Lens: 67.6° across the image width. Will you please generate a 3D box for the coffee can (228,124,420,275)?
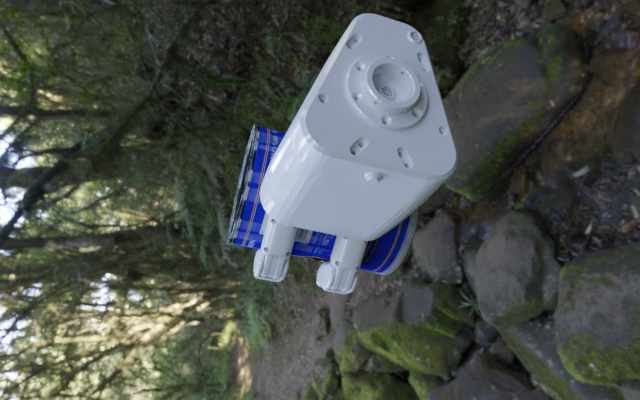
[{"bbox_3d":[0.000,0.001,0.413,0.140,0.103,0.103,13,-3,-12],"label":"coffee can"}]
